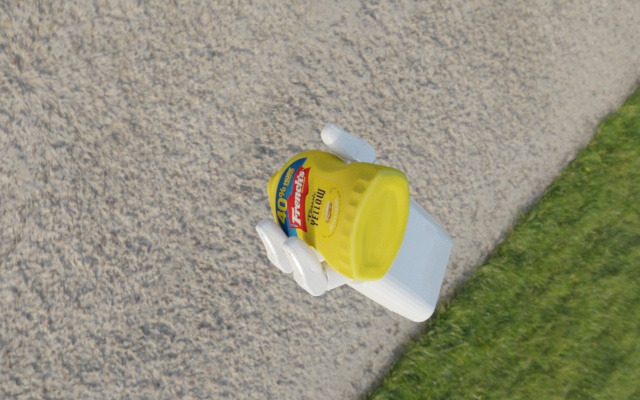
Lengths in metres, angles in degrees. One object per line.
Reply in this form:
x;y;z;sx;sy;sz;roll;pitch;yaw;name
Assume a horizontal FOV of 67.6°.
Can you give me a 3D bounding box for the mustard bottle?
0.000;0.001;0.457;0.058;0.096;0.191;7;9;-33;mustard bottle
